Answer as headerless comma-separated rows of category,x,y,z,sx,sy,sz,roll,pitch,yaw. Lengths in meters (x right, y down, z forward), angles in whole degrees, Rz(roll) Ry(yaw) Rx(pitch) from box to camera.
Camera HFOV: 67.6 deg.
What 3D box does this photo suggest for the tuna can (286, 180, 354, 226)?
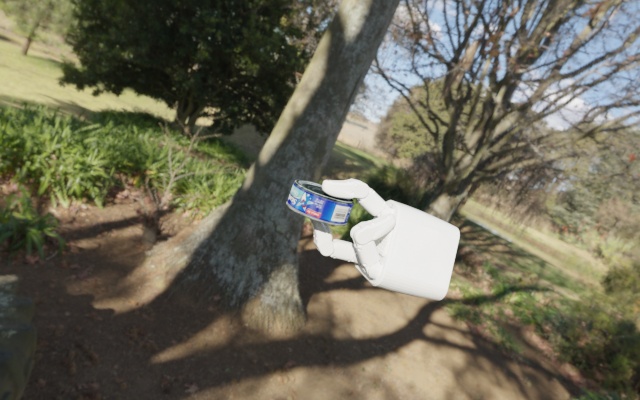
tuna can,0.000,0.002,0.634,0.086,0.034,0.086,19,11,-4
